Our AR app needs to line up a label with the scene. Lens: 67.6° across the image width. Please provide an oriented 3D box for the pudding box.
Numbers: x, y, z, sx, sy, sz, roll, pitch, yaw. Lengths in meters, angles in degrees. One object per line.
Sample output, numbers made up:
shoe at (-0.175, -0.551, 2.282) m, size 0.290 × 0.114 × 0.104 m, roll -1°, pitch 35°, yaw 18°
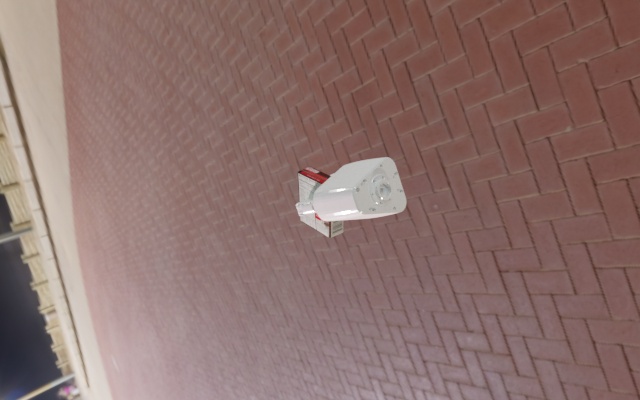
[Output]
pudding box at (0.000, 0.003, 0.893) m, size 0.039 × 0.114 × 0.090 m, roll -23°, pitch 36°, yaw -35°
